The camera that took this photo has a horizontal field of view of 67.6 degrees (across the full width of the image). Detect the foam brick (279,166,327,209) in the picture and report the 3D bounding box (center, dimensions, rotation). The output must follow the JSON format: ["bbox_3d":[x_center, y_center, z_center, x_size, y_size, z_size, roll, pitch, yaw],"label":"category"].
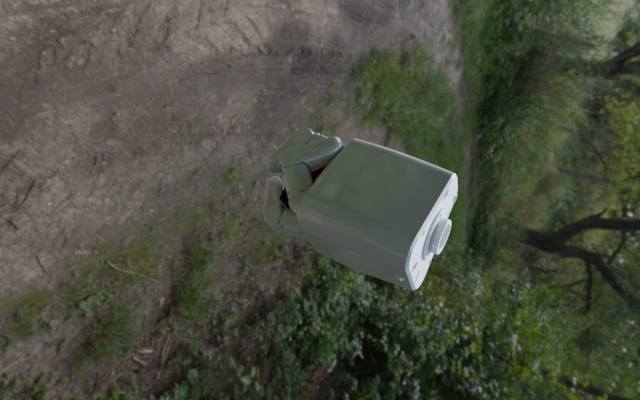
[{"bbox_3d":[0.000,0.002,0.513,0.051,0.053,0.078,21,-19,25],"label":"foam brick"}]
